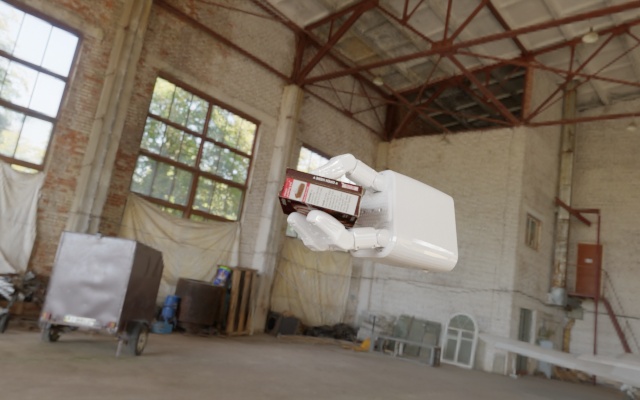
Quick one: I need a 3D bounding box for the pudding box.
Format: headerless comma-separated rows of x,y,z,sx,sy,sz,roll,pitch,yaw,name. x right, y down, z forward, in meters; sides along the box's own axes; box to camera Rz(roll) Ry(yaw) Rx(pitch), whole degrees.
0.000,0.002,0.560,0.090,0.039,0.113,14,-13,2,pudding box
